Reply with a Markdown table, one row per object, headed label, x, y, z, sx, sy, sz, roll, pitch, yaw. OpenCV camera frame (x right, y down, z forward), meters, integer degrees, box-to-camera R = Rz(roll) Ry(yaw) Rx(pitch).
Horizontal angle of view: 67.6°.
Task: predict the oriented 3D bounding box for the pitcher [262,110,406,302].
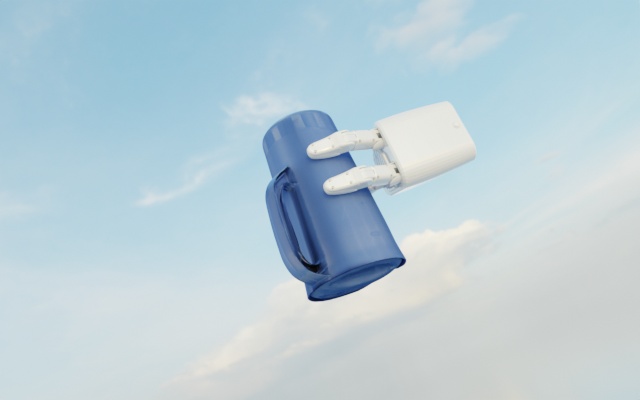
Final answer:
| label | x | y | z | sx | sy | sz | roll | pitch | yaw |
| --- | --- | --- | --- | --- | --- | --- | --- | --- | --- |
| pitcher | 0.000 | 0.002 | 0.633 | 0.145 | 0.242 | 0.149 | -20 | -22 | -6 |
